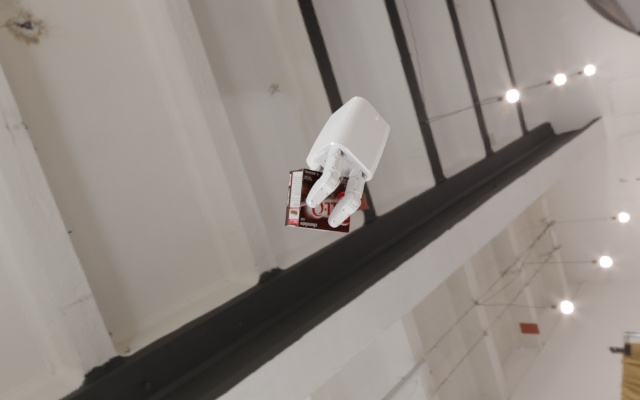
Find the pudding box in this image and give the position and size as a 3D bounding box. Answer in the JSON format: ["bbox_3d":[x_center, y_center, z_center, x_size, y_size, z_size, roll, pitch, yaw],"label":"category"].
[{"bbox_3d":[0.000,0.002,0.753,0.113,0.090,0.039,9,-7,-40],"label":"pudding box"}]
